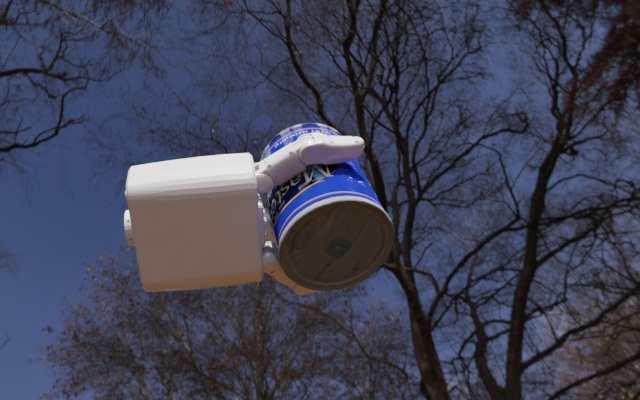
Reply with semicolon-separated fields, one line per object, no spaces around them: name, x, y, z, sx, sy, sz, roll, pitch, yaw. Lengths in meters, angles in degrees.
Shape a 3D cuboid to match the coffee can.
coffee can;0.000;0.002;0.464;0.103;0.103;0.140;0;35;-16
